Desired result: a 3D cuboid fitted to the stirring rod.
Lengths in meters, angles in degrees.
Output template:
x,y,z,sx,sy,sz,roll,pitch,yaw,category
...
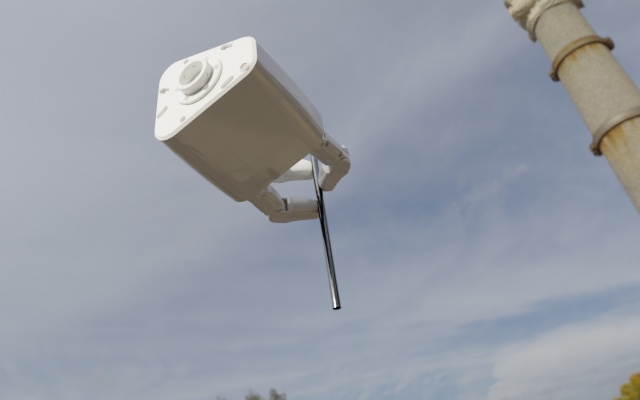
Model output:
x,y,z,sx,sy,sz,roll,pitch,yaw,category
0.000,0.002,0.506,0.011,0.239,0.011,-6,-35,-4,stirring rod
